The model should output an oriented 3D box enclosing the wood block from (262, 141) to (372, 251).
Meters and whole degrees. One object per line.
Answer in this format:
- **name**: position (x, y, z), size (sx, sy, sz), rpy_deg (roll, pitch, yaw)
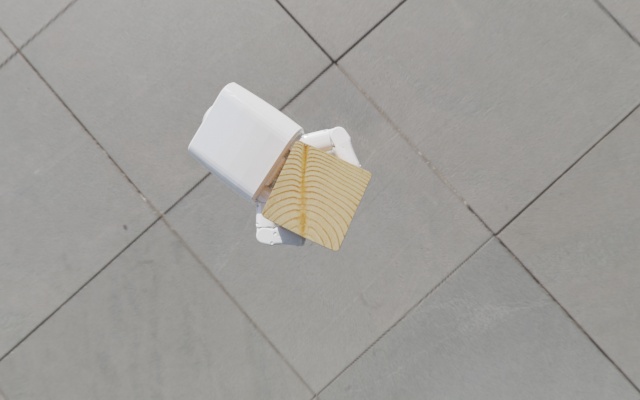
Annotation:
- **wood block**: position (0.000, 0.002, 0.591), size (0.090, 0.091, 0.206), rpy_deg (25, -2, 4)
